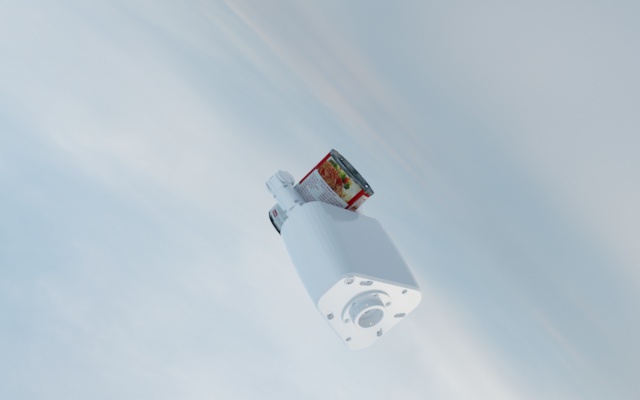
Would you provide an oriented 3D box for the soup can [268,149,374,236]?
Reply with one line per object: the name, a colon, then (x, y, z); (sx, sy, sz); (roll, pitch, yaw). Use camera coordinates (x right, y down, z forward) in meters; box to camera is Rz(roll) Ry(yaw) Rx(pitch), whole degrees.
soup can: (0.000, 0.002, 0.534); (0.102, 0.068, 0.068); (-43, -11, 12)
